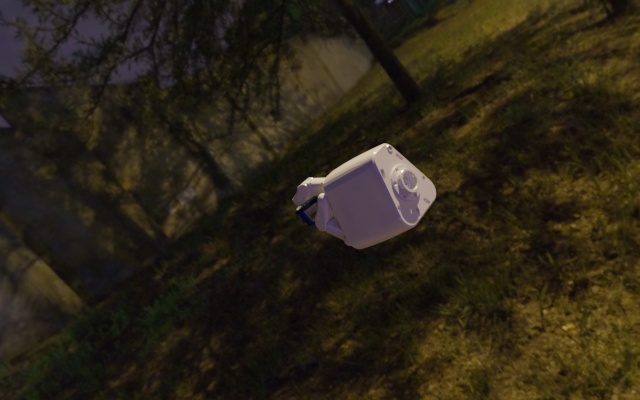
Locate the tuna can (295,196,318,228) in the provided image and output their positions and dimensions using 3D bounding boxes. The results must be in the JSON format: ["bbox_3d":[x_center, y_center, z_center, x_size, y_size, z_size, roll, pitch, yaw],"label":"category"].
[{"bbox_3d":[0.000,0.002,0.758,0.086,0.034,0.086,-41,8,7],"label":"tuna can"}]
